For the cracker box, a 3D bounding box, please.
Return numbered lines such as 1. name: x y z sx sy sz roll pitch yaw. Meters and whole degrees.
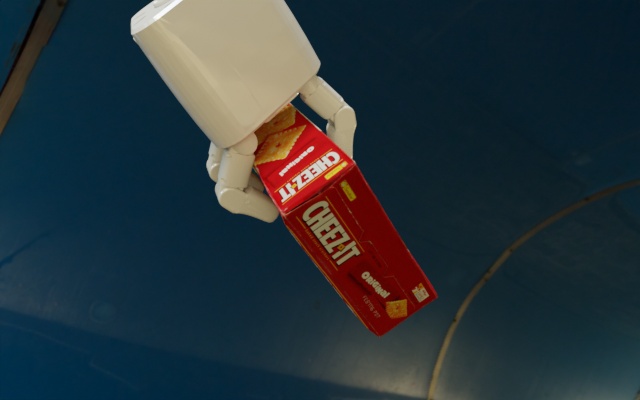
1. cracker box: 0.000 0.001 0.451 0.072 0.164 0.213 -36 34 0
